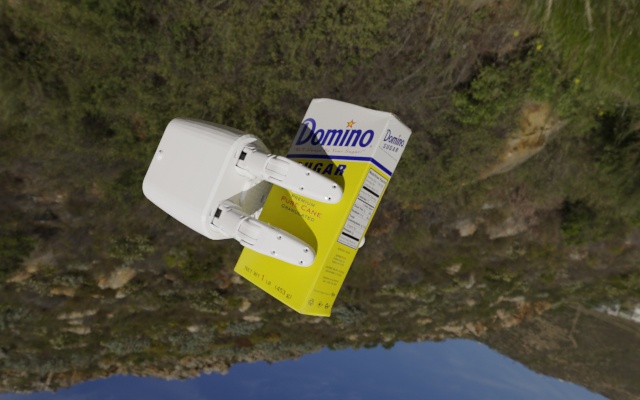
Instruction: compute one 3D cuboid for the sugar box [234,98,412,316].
[{"bbox_3d":[0.000,0.001,0.418,0.093,0.176,0.048,22,-1,40],"label":"sugar box"}]
